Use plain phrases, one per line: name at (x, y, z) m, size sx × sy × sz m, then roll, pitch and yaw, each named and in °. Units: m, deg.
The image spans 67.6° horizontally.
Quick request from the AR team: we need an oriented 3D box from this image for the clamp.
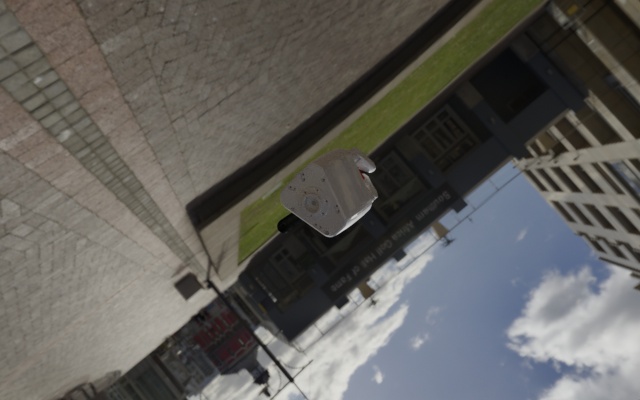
clamp at (0.001, 0.003, 0.838) m, size 0.171 × 0.039 × 0.120 m, roll -43°, pitch -6°, yaw 30°
